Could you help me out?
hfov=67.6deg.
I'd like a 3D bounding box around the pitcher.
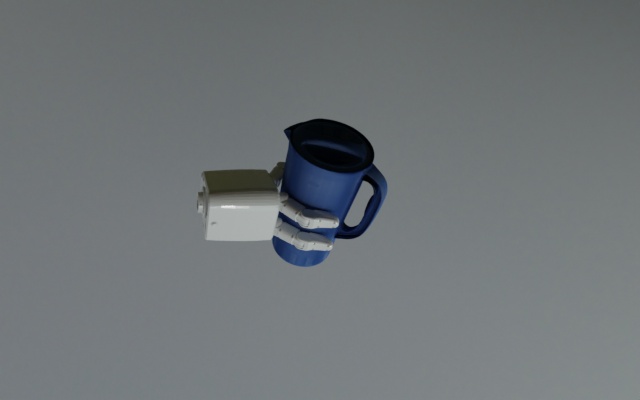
[{"bbox_3d":[0.000,0.003,0.789,0.145,0.243,0.149,0,44,-20],"label":"pitcher"}]
